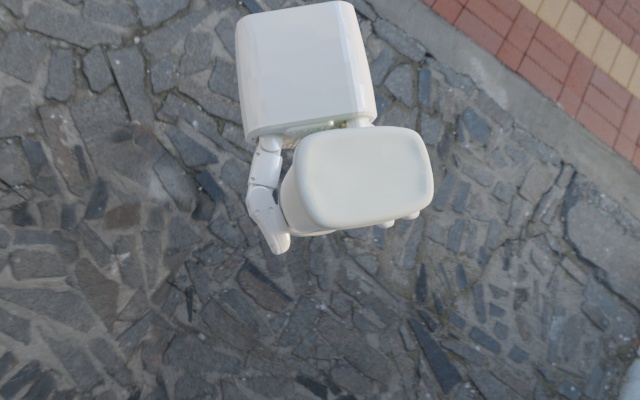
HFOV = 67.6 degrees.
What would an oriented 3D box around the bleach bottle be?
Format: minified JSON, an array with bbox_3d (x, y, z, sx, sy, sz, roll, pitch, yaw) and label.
[{"bbox_3d":[0.000,0.001,0.437,0.102,0.068,0.251,-8,-7,-17],"label":"bleach bottle"}]
